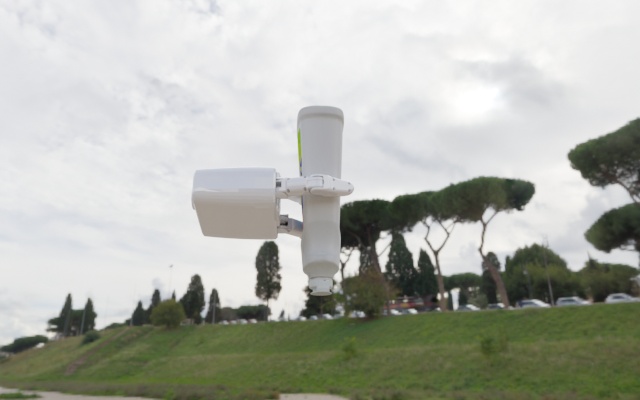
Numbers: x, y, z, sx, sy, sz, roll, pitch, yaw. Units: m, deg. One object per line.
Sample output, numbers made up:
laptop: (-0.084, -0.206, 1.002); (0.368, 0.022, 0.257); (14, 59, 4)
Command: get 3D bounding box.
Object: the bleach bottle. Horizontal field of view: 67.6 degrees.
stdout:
bleach bottle: (0.000, 0.002, 0.662); (0.068, 0.250, 0.103); (0, -20, -3)
